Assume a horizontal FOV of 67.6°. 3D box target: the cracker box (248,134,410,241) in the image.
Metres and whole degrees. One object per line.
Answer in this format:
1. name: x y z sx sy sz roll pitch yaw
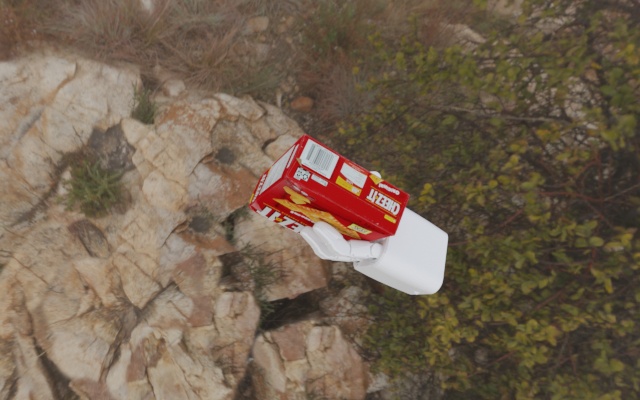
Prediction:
1. cracker box: 0.000 0.002 0.691 0.164 0.072 0.214 29 -20 -14
